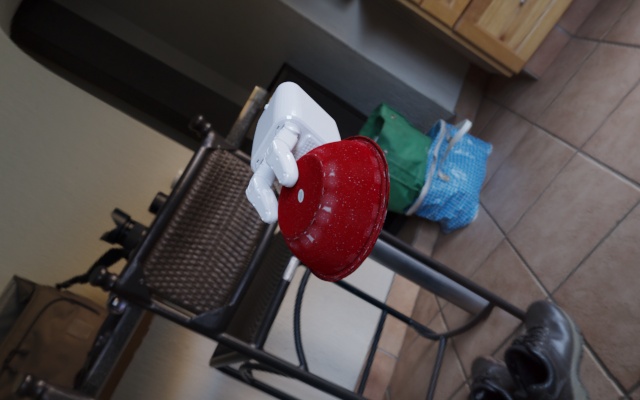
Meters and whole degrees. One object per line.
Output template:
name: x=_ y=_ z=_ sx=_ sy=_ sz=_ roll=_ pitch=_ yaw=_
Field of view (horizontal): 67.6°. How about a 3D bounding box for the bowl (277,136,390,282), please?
bowl: x=0.000 y=0.002 z=0.503 sx=0.055 sy=0.162 sz=0.162 roll=16 pitch=-8 yaw=-31
